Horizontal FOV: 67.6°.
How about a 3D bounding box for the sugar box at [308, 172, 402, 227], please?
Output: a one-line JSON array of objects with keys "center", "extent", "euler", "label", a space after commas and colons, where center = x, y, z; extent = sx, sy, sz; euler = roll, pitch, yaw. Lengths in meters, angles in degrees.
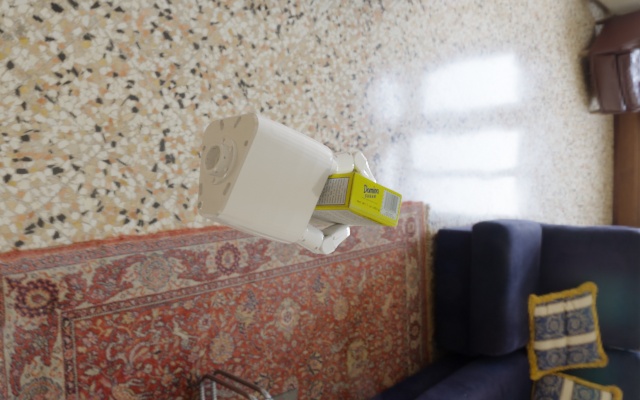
[{"center": [0.000, 0.001, 0.583], "extent": [0.176, 0.048, 0.093], "euler": [2, -14, 44], "label": "sugar box"}]
